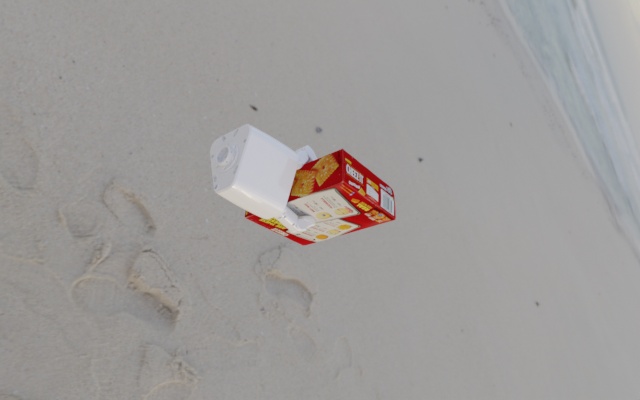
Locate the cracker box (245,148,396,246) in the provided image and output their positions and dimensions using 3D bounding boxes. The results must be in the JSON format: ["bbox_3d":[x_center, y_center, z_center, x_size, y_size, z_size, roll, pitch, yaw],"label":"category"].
[{"bbox_3d":[0.000,0.003,0.845,0.214,0.072,0.164,-19,-34,34],"label":"cracker box"}]
